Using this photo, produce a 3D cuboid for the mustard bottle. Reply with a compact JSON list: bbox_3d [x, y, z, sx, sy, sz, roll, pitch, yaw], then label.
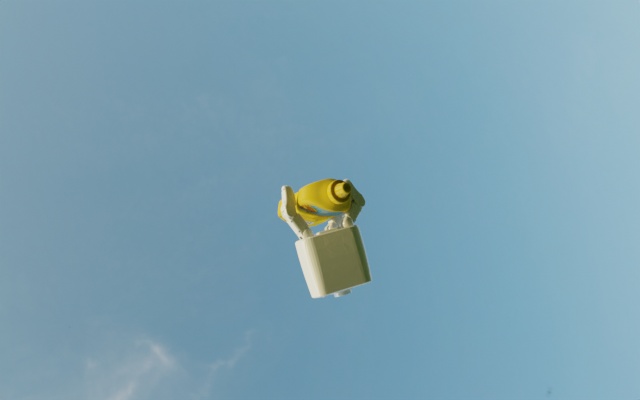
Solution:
[{"bbox_3d":[0.000,0.003,0.866,0.096,0.058,0.192,14,-20,-24],"label":"mustard bottle"}]
